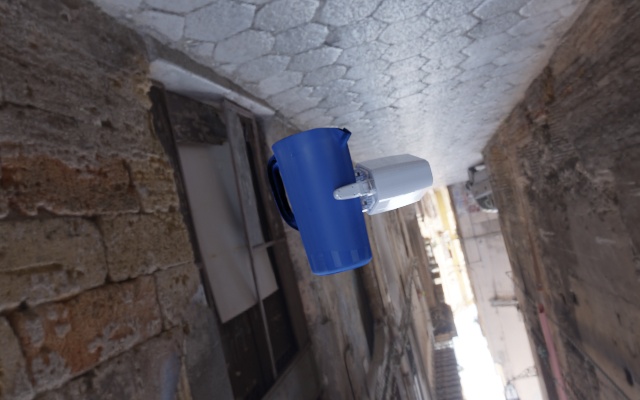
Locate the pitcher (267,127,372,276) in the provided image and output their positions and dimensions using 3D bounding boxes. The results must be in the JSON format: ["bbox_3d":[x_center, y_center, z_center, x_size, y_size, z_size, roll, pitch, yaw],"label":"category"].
[{"bbox_3d":[0.000,0.003,0.834,0.145,0.243,0.149,-14,-2,-11],"label":"pitcher"}]
